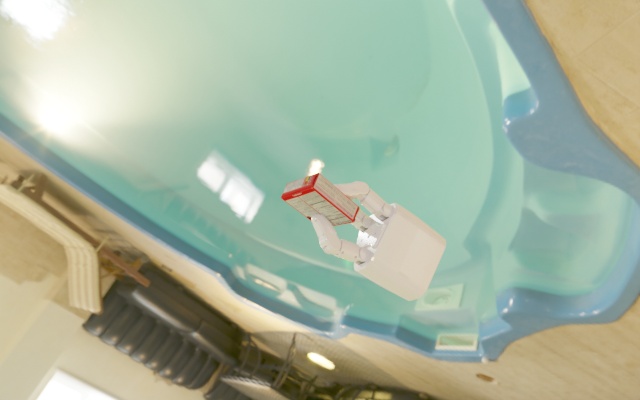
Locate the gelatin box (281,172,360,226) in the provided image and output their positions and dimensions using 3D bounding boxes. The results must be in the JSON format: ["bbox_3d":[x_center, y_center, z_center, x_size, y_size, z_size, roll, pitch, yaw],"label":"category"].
[{"bbox_3d":[0.000,0.002,0.685,0.089,0.030,0.073,38,-32,-27],"label":"gelatin box"}]
